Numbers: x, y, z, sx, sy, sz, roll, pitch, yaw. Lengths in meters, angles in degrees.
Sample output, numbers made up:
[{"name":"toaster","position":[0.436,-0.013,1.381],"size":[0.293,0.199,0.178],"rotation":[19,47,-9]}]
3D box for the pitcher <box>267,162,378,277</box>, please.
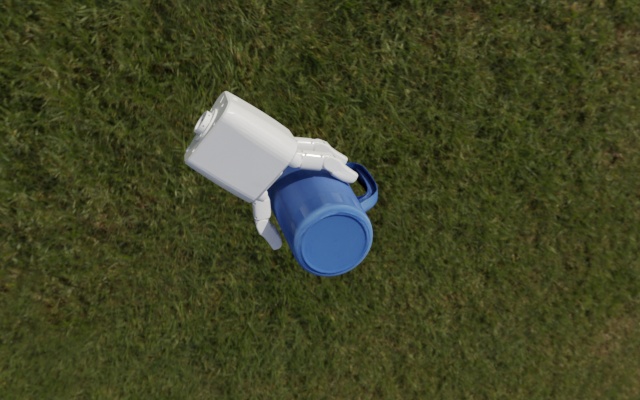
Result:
[{"name":"pitcher","position":[0.000,0.002,0.710],"size":[0.145,0.149,0.242],"rotation":[35,12,-27]}]
